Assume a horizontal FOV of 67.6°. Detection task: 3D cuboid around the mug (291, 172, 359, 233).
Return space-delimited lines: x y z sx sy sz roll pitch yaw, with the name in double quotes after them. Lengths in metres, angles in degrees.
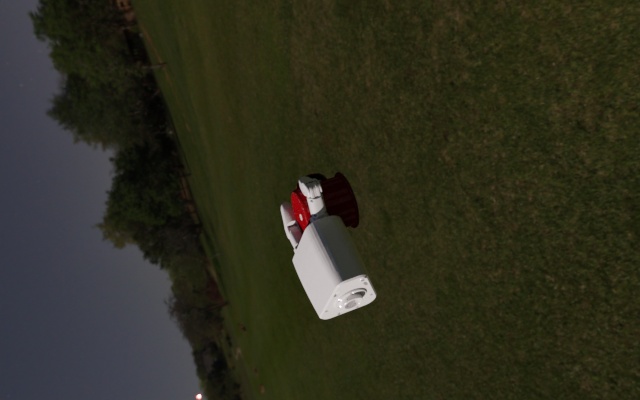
-0.001 0.001 0.755 0.081 0.117 0.093 -18 -34 -14 "mug"
